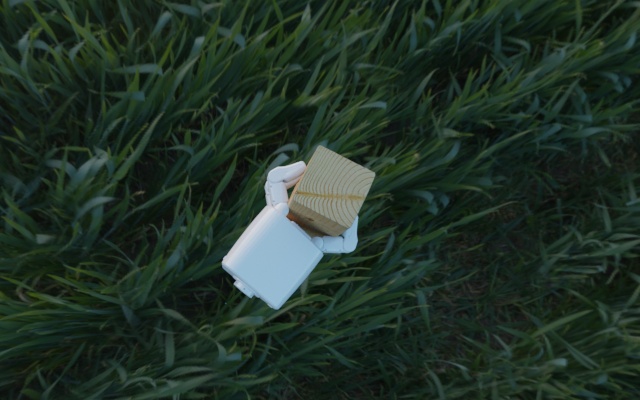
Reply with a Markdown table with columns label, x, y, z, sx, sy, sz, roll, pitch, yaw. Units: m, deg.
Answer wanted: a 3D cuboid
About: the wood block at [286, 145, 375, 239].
| label | x | y | z | sx | sy | sz | roll | pitch | yaw |
| --- | --- | --- | --- | --- | --- | --- | --- | --- | --- |
| wood block | 0.000 | 0.003 | 0.741 | 0.091 | 0.090 | 0.206 | 27 | -16 | -4 |
